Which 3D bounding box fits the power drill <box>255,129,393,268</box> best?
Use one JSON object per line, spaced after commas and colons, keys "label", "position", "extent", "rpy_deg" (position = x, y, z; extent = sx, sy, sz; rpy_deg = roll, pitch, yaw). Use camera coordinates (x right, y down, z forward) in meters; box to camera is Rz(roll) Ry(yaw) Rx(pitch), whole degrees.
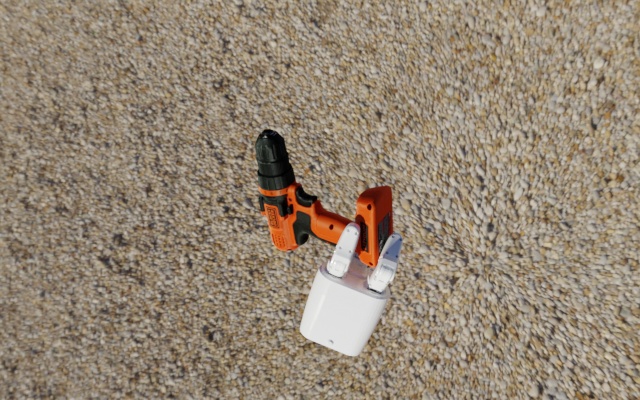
{"label": "power drill", "position": [0.000, 0.002, 0.624], "extent": [0.187, 0.185, 0.057], "rpy_deg": [15, 40, 31]}
